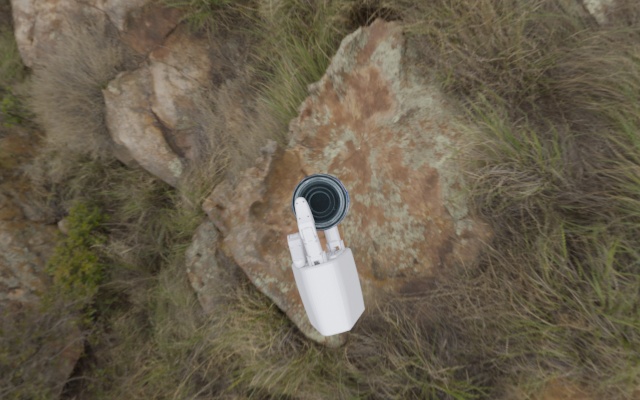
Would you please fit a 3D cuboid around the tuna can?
[{"bbox_3d":[0.000,0.002,0.714,0.086,0.086,0.034,0,1,6],"label":"tuna can"}]
